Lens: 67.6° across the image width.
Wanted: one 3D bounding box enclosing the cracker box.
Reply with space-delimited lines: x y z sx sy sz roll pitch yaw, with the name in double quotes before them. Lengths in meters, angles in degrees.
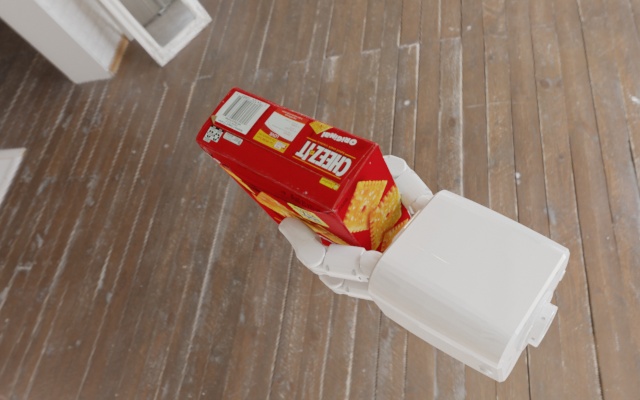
"cracker box" 0.000 0.001 0.466 0.164 0.072 0.214 27 -15 32
